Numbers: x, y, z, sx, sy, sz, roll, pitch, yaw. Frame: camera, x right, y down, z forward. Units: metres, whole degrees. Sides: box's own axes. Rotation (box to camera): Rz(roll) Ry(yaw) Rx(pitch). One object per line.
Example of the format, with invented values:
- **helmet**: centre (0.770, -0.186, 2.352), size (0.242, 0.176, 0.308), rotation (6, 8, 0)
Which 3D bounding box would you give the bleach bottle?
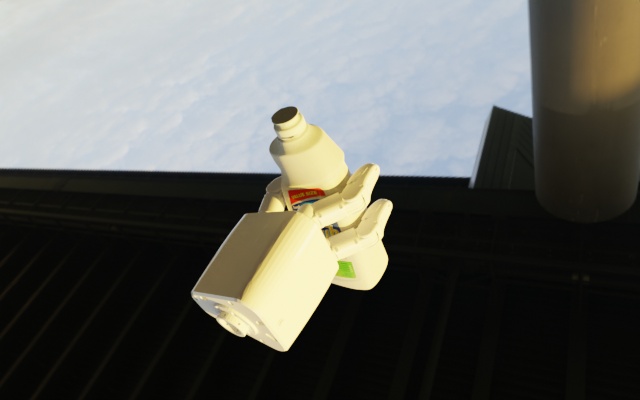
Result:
- **bleach bottle**: centre (0.000, 0.002, 0.542), size (0.102, 0.068, 0.251), rotation (11, -37, 34)
